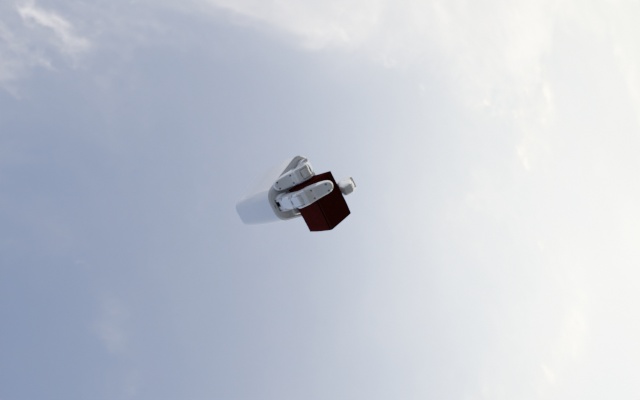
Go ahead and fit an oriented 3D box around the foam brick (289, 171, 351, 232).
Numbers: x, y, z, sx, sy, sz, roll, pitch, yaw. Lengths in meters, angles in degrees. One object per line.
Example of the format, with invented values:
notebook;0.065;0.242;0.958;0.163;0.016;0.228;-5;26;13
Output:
foam brick;0.000;0.003;0.736;0.051;0.078;0.053;-13;17;49
